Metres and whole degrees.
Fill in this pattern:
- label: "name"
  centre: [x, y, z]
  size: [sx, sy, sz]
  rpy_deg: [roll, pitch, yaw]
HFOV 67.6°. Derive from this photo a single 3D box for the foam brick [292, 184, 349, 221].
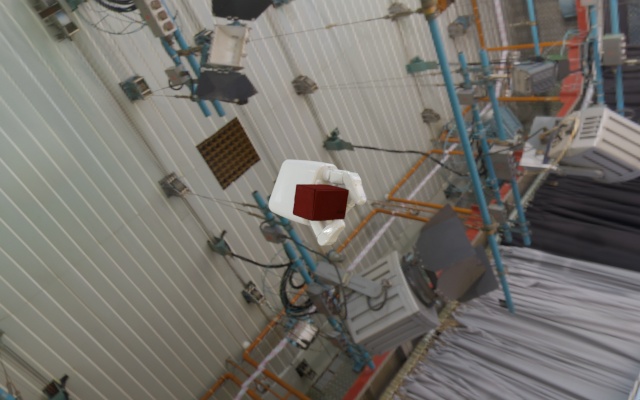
- label: "foam brick"
  centre: [0.000, 0.003, 0.788]
  size: [0.078, 0.053, 0.051]
  rpy_deg: [0, 12, -44]
